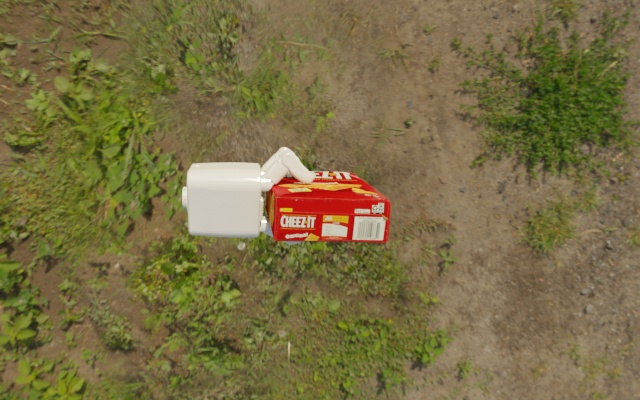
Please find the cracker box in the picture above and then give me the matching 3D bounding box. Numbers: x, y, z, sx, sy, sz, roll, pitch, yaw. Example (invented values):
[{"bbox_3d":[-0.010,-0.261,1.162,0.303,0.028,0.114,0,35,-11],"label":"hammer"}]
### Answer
[{"bbox_3d":[0.000,0.003,0.749,0.164,0.072,0.213,2,13,-10],"label":"cracker box"}]
